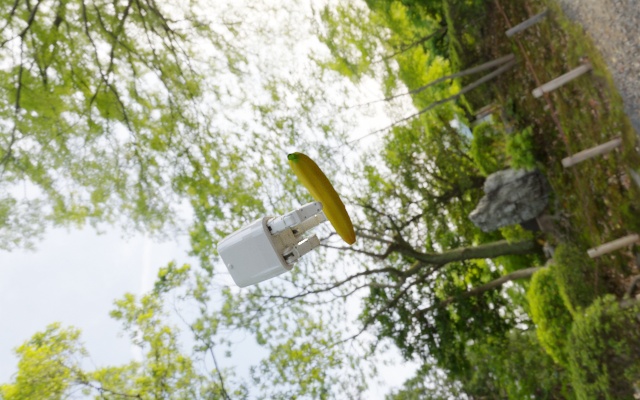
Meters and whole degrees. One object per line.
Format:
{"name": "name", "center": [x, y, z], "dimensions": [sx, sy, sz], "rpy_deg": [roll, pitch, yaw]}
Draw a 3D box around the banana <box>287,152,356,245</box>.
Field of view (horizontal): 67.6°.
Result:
{"name": "banana", "center": [0.000, -0.011, 0.776], "dimensions": [0.037, 0.198, 0.069], "rpy_deg": [-25, 29, 23]}
